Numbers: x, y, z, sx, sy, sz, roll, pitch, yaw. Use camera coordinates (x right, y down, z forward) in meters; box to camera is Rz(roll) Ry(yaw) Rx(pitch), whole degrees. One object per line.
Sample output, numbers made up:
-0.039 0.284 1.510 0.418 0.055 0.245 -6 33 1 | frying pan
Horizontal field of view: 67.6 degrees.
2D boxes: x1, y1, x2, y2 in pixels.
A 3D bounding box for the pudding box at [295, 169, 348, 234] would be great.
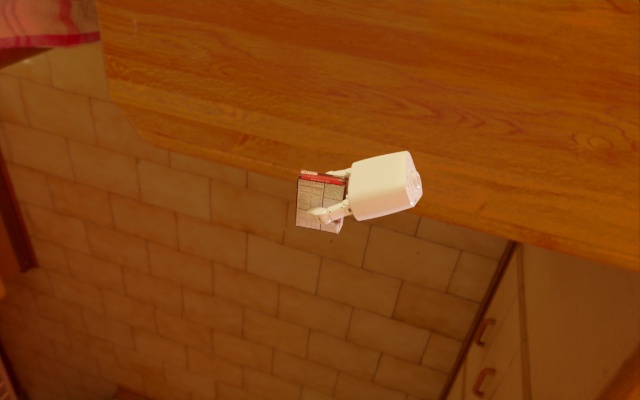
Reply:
0.000 0.003 0.894 0.090 0.114 0.039 10 32 8 | pudding box
